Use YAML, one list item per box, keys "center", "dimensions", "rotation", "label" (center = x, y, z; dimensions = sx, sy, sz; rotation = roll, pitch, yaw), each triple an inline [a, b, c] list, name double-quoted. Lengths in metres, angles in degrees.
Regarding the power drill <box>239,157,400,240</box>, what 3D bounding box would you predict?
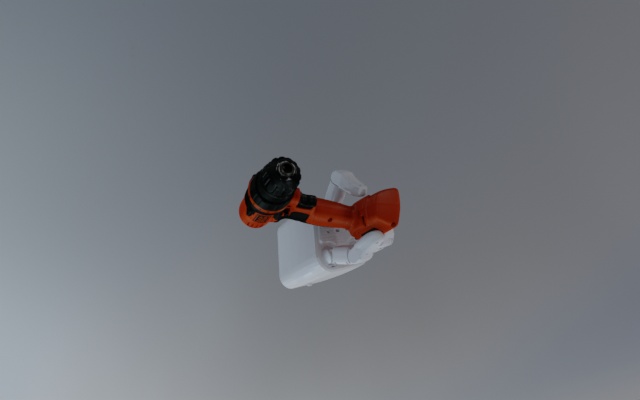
- center: [0.000, 0.002, 0.596]
  dimensions: [0.187, 0.057, 0.184]
  rotation: [10, -18, -17]
  label: "power drill"
